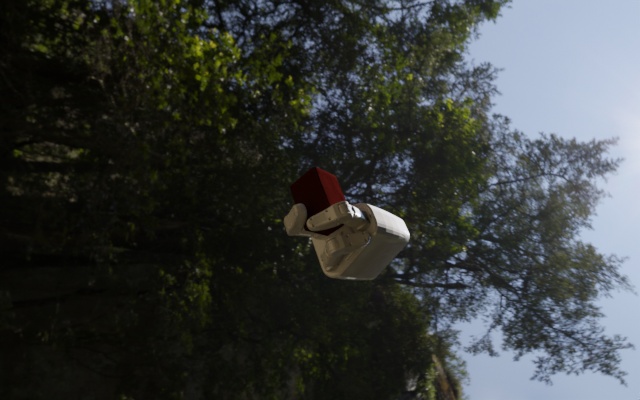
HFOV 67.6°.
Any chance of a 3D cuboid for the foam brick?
[{"bbox_3d":[0.000,0.002,0.677,0.053,0.078,0.051,-36,-31,27],"label":"foam brick"}]
